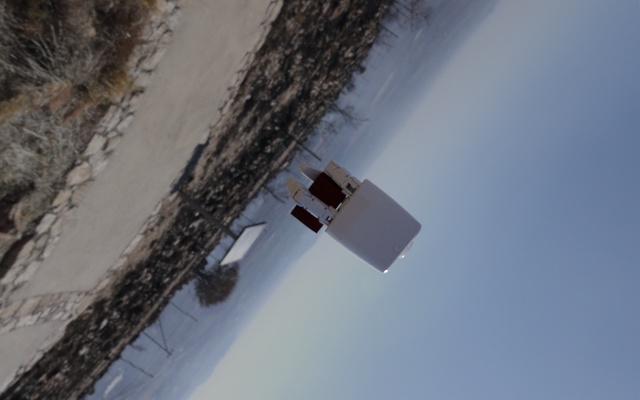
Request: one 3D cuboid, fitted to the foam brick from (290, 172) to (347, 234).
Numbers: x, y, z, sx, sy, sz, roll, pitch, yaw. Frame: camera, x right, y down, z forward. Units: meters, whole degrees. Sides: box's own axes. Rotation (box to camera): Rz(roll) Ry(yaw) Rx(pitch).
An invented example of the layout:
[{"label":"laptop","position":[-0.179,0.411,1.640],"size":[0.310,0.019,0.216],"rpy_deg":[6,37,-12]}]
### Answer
[{"label":"foam brick","position":[0.000,0.003,0.721],"size":[0.051,0.078,0.053],"rpy_deg":[38,11,1]}]
